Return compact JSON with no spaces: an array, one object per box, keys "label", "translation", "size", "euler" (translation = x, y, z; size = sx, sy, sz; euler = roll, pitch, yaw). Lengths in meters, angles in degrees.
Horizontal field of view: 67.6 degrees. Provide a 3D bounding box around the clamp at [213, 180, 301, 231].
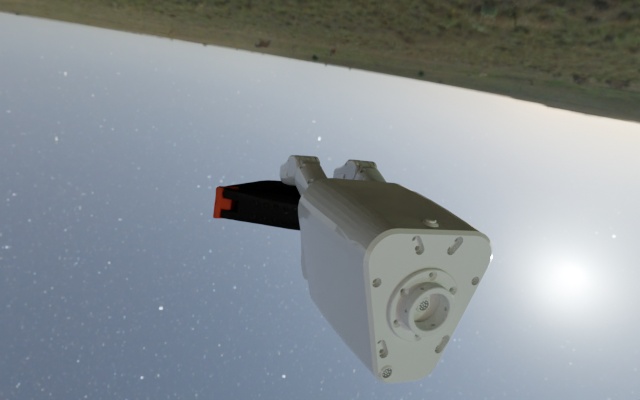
[{"label":"clamp","translation":[0.000,0.002,0.459],"size":[0.210,0.036,0.164],"euler":[3,13,-23]}]
